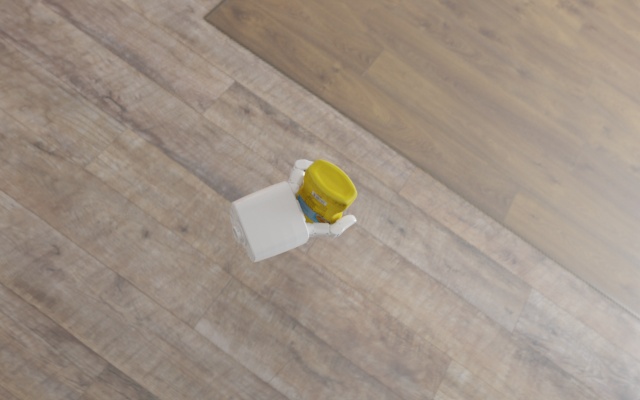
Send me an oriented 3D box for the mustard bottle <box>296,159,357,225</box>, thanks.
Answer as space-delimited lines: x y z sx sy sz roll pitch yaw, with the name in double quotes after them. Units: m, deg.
0.000 0.003 0.890 0.096 0.058 0.192 40 -26 5 "mustard bottle"
